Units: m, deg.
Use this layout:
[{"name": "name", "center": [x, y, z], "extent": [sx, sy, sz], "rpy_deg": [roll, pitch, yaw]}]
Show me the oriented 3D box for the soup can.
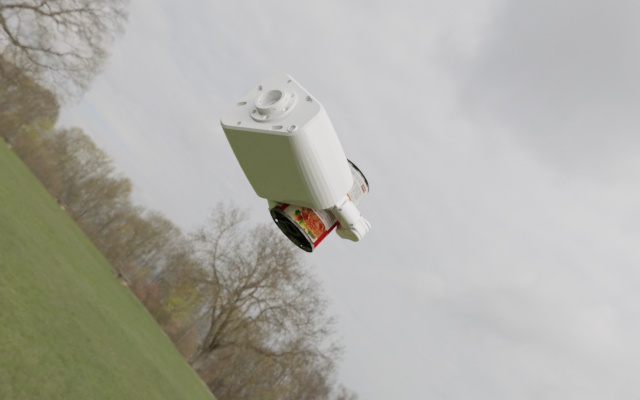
[{"name": "soup can", "center": [0.001, 0.002, 0.560], "extent": [0.102, 0.068, 0.068], "rpy_deg": [-45, 18, -19]}]
